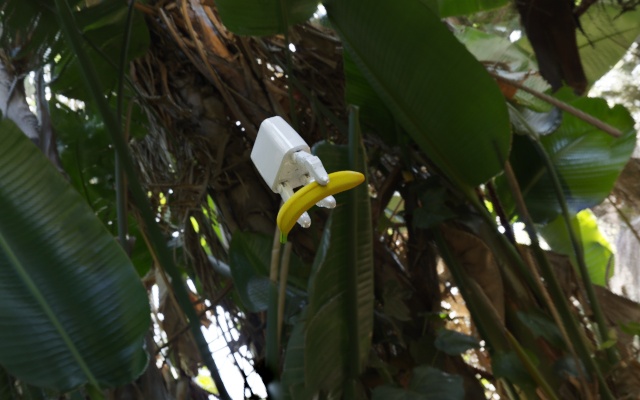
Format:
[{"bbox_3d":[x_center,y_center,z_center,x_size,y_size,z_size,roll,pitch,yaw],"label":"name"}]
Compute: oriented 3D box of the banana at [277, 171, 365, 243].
[{"bbox_3d":[-0.008,-0.005,0.868,0.198,0.037,0.070,-37,-36,-6],"label":"banana"}]
